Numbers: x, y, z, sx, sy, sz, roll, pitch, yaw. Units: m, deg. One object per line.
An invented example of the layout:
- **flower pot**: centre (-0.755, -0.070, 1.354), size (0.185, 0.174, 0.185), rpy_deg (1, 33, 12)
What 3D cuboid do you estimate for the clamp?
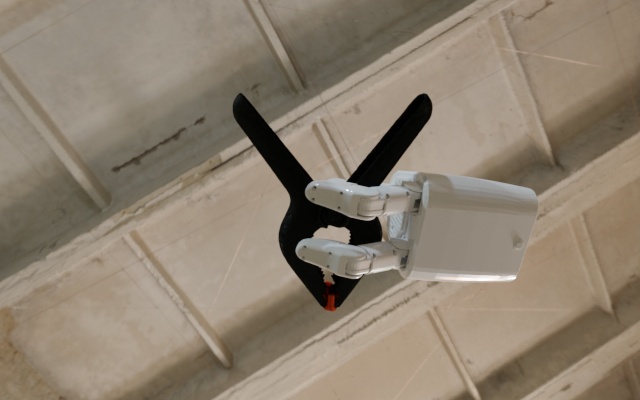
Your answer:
- **clamp**: centre (0.000, 0.002, 0.425), size (0.164, 0.210, 0.036), rpy_deg (6, 21, -7)
